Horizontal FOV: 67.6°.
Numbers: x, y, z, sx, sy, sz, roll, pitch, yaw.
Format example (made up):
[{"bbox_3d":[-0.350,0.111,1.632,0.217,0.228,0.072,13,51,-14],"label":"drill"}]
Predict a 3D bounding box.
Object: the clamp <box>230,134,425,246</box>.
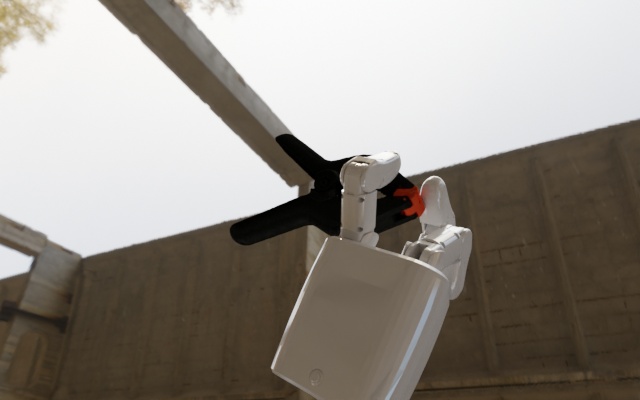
[{"bbox_3d":[0.001,0.002,0.412,0.171,0.120,0.039,15,-19,38],"label":"clamp"}]
